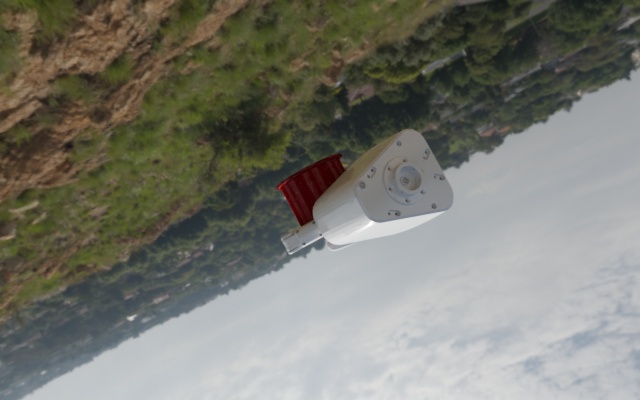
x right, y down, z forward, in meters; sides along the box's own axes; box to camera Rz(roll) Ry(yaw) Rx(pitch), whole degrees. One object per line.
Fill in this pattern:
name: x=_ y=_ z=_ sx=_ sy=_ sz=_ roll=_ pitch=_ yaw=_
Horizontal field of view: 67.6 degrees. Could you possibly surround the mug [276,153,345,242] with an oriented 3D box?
mug: x=0.000 y=0.003 z=0.605 sx=0.093 sy=0.081 sz=0.117 roll=-26 pitch=-4 yaw=-24
